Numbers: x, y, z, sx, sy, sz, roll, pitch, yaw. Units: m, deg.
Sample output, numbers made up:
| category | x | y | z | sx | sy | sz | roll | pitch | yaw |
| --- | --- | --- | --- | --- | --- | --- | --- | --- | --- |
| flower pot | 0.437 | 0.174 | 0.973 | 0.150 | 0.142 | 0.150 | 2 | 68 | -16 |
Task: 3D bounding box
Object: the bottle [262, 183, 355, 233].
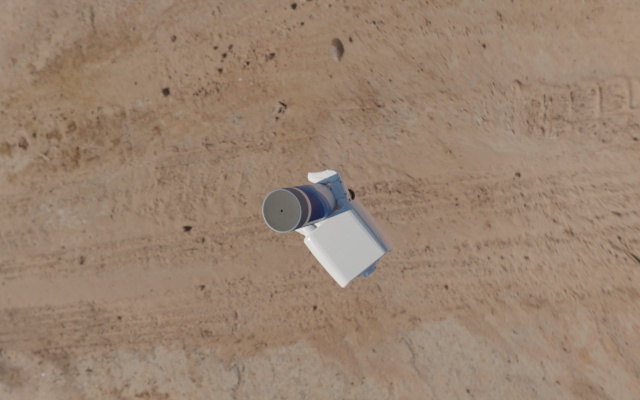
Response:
| category | x | y | z | sx | sy | sz | roll | pitch | yaw |
| --- | --- | --- | --- | --- | --- | --- | --- | --- | --- |
| bottle | 0.000 | 0.003 | 0.838 | 0.069 | 0.069 | 0.295 | 0 | 5 | 23 |
